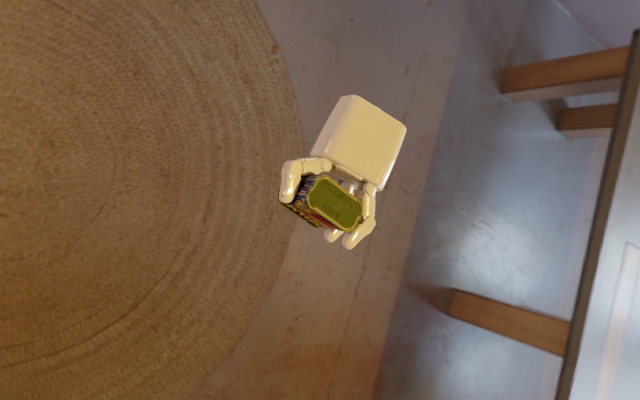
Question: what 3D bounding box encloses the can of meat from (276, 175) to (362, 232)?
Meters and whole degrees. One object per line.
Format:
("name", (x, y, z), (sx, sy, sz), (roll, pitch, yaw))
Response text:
("can of meat", (0.000, 0.002, 0.697), (0.102, 0.057, 0.084), (36, -16, -30))
